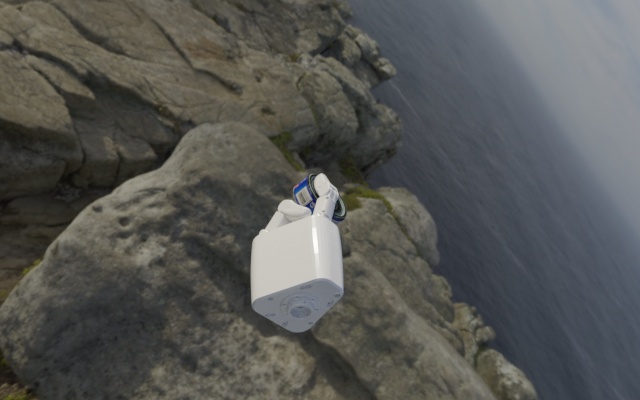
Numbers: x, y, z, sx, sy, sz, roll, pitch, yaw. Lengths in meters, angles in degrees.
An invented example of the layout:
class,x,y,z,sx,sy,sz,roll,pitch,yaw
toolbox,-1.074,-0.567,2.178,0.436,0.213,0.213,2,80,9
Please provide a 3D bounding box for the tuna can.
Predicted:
class,x,y,z,sx,sy,sz,roll,pitch,yaw
tuna can,0.001,0.002,0.715,0.034,0.086,0.086,-39,-18,23
